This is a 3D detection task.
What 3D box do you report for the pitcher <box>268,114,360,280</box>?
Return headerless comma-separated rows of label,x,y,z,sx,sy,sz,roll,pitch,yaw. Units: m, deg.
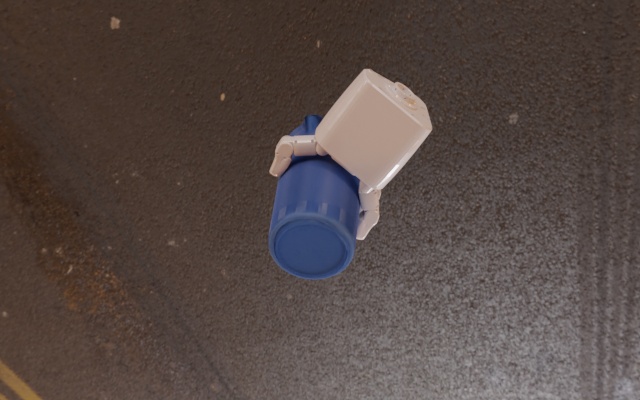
pitcher,0.000,0.002,0.681,0.149,0.145,0.242,31,32,-15
